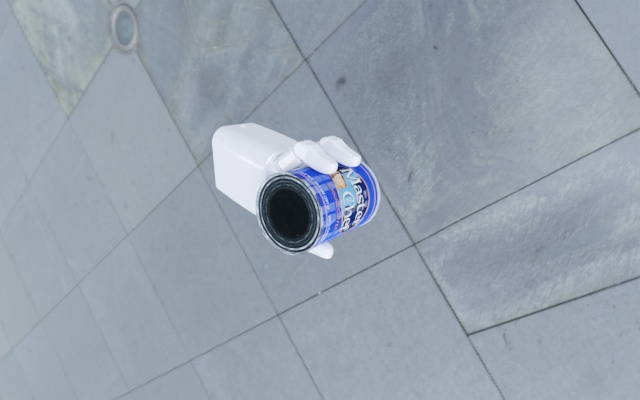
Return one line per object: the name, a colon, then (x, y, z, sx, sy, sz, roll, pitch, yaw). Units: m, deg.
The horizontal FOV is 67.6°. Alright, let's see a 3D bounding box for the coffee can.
coffee can: (0.000, 0.002, 0.625, 0.103, 0.103, 0.140, 0, 12, 36)
